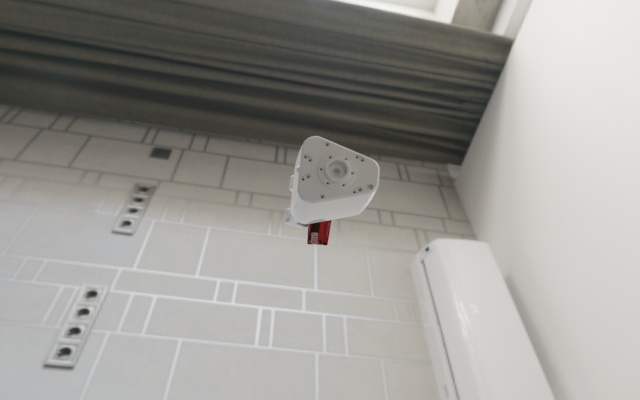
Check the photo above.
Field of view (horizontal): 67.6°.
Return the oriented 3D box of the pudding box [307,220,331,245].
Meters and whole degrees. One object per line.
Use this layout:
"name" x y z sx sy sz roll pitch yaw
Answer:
"pudding box" 0.000 0.003 0.773 0.039 0.113 0.090 7 -44 -3
